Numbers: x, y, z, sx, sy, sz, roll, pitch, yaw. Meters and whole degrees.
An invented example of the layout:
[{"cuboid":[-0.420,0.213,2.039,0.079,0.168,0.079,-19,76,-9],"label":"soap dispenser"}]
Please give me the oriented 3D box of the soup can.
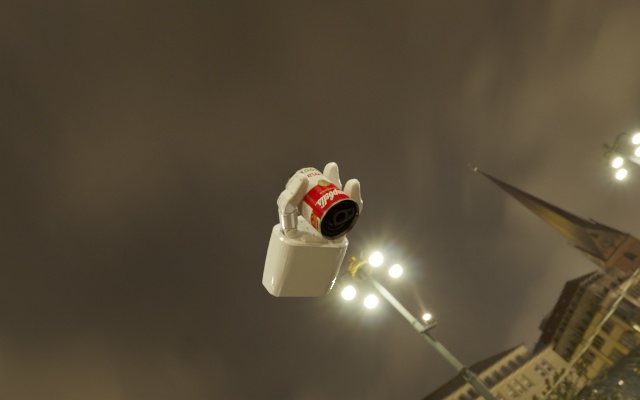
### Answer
[{"cuboid":[0.000,0.002,0.704,0.068,0.068,0.102,0,30,-39],"label":"soup can"}]
